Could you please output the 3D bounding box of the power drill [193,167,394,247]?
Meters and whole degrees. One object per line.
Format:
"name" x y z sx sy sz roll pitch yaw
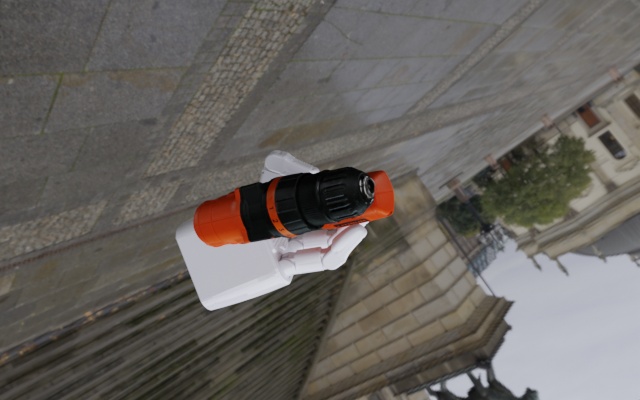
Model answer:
"power drill" 0.000 0.002 0.466 0.184 0.057 0.187 -11 -4 33
